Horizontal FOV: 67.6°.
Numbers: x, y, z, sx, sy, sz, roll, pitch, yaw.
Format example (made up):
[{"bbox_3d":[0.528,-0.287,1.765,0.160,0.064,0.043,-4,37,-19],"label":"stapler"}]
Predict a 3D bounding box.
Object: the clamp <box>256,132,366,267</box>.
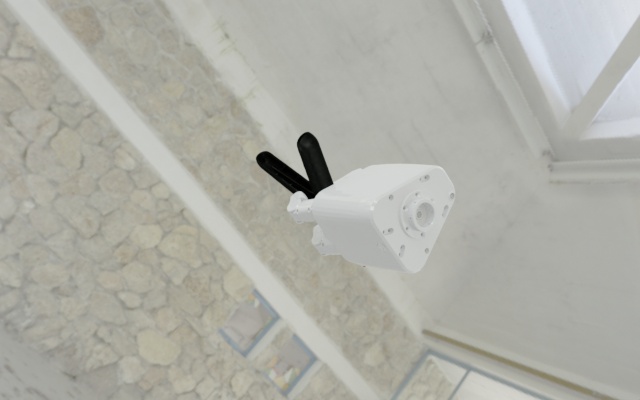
[{"bbox_3d":[0.001,0.002,0.637,0.036,0.210,0.164,-44,22,-20],"label":"clamp"}]
